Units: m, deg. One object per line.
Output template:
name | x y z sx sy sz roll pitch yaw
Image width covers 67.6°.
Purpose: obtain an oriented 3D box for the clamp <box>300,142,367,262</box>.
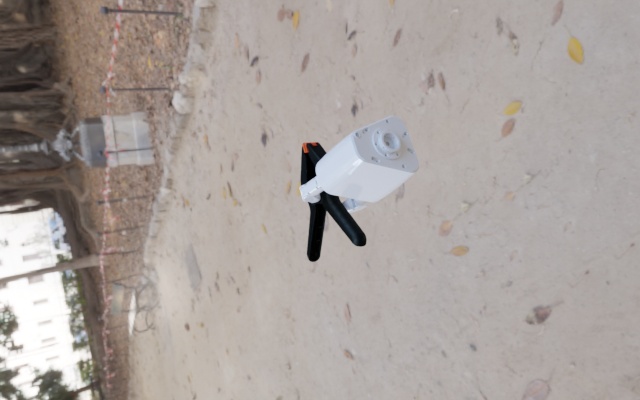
clamp | -0.001 0.002 0.829 0.036 0.210 0.165 -7 -18 -34
